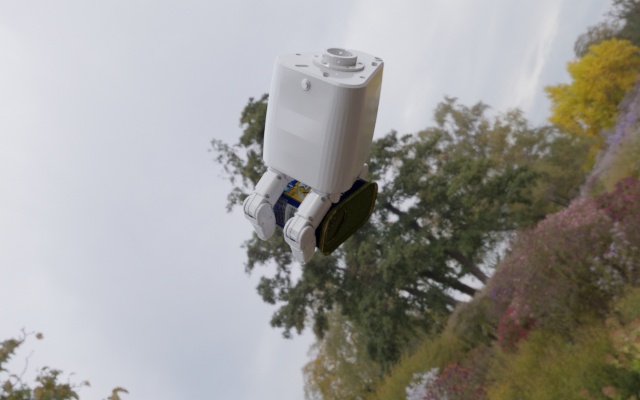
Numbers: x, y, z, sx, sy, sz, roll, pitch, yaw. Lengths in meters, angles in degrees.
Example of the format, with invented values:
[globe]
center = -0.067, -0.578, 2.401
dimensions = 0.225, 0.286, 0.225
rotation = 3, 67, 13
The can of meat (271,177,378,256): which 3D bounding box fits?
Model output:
[can of meat]
center = 0.000, 0.002, 0.522
dimensions = 0.084, 0.057, 0.102
rotation = 27, 41, 25
